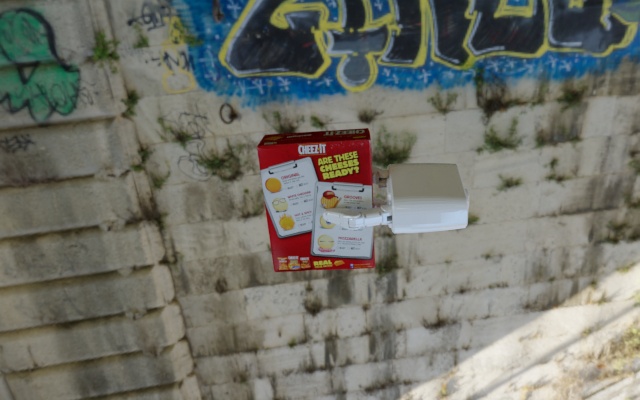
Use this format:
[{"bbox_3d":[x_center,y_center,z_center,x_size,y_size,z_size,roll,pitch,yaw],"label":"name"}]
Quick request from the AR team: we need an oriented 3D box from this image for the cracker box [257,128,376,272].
[{"bbox_3d":[0.000,0.003,0.739,0.164,0.214,0.072,-3,24,5],"label":"cracker box"}]
